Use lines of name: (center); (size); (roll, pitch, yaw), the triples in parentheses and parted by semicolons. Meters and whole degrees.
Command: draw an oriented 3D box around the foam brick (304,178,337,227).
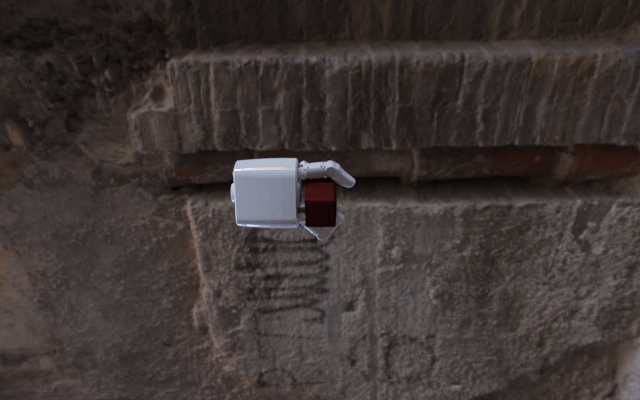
foam brick: (0.000, 0.003, 0.796); (0.051, 0.053, 0.078); (0, 31, 0)
